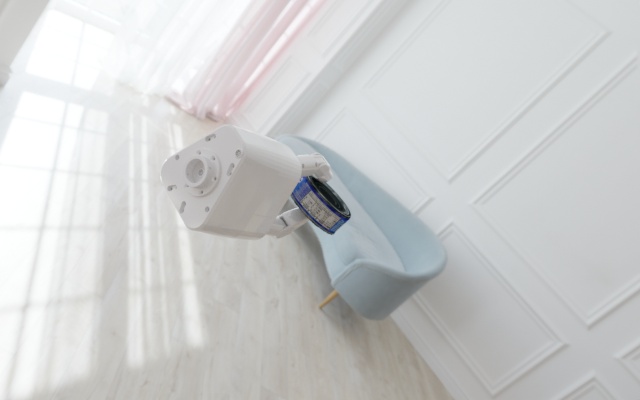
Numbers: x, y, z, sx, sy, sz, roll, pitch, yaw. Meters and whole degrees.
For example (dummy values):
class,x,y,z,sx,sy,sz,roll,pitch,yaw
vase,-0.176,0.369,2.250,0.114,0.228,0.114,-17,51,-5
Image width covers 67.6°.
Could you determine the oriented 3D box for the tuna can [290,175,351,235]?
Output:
class,x,y,z,sx,sy,sz,roll,pitch,yaw
tuna can,0.001,0.002,0.622,0.034,0.086,0.086,-44,-12,12
